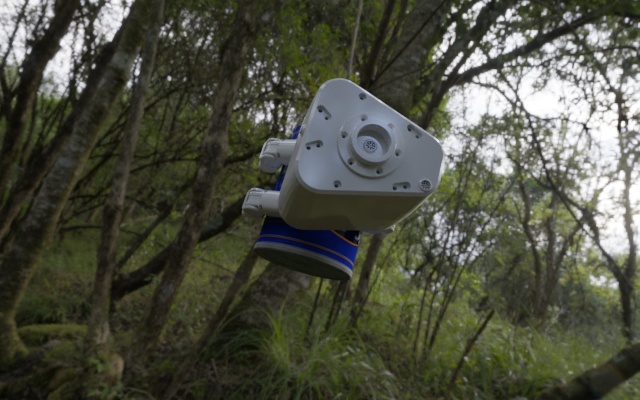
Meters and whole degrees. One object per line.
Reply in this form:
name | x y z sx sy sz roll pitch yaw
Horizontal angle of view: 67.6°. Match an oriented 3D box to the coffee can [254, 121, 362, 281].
coffee can | 0.000 0.002 0.502 0.103 0.140 0.103 15 -17 5
